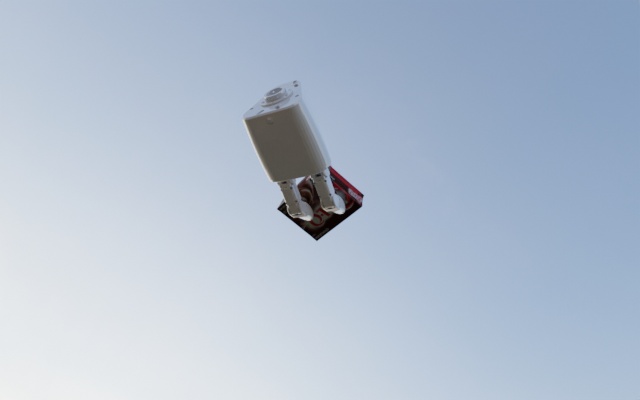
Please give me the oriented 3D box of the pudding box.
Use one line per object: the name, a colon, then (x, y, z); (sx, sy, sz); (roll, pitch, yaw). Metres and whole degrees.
pudding box: (0.000, 0.002, 0.768); (0.113, 0.090, 0.039); (-39, 18, 35)
